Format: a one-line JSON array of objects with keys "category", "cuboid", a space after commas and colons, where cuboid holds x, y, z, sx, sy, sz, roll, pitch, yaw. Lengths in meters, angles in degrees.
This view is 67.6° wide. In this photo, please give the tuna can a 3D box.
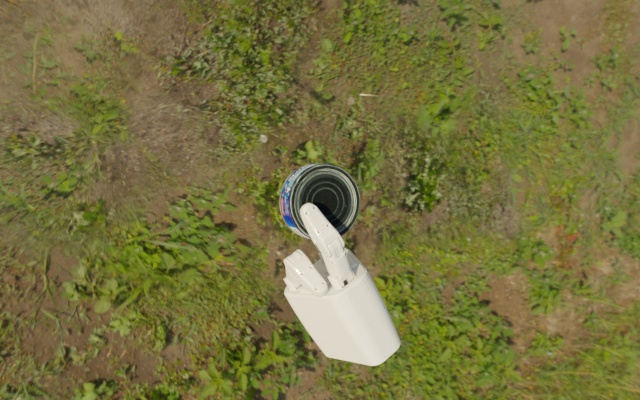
[{"category": "tuna can", "cuboid": [0.000, 0.002, 0.527, 0.086, 0.086, 0.034, 0, 2, -23]}]
